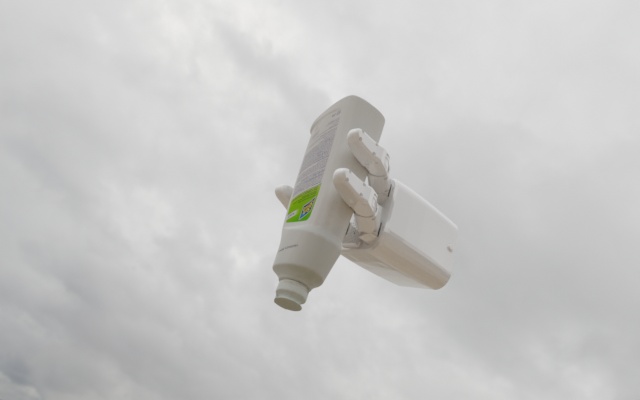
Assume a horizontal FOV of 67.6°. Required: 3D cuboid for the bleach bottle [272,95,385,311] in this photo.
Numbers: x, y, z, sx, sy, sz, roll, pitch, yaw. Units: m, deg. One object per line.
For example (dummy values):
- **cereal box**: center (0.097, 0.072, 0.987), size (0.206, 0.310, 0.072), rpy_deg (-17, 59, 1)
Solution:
- **bleach bottle**: center (0.000, 0.002, 0.522), size (0.068, 0.250, 0.102), rpy_deg (33, -35, -19)
